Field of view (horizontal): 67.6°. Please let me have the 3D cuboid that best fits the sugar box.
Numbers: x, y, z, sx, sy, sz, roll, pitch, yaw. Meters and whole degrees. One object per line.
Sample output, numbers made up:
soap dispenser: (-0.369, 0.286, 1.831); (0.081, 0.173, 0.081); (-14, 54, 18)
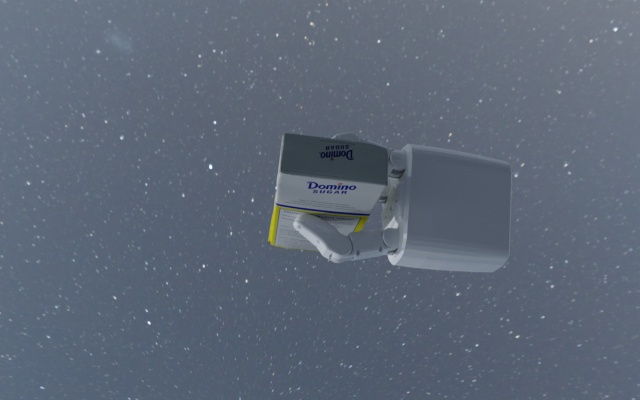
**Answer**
sugar box: (0.000, 0.001, 0.473); (0.093, 0.048, 0.176); (7, -28, -7)
